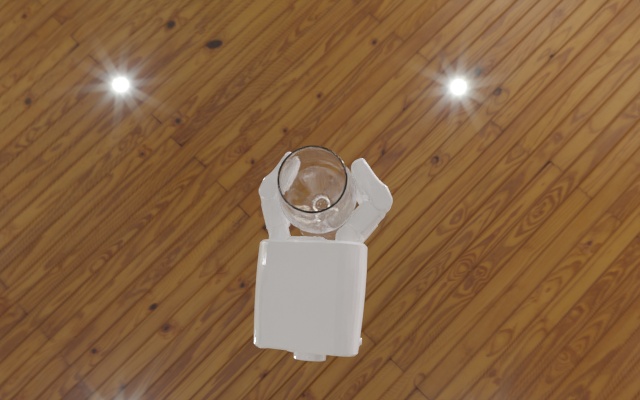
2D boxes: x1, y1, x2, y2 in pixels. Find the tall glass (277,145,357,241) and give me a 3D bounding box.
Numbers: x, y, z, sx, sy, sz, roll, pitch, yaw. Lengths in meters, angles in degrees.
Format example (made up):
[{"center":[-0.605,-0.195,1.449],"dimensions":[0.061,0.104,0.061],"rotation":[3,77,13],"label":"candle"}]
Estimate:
[{"center":[0.000,0.002,0.512],"dimensions":[0.079,0.079,0.201],"rotation":[0,-12,4],"label":"tall glass"}]
